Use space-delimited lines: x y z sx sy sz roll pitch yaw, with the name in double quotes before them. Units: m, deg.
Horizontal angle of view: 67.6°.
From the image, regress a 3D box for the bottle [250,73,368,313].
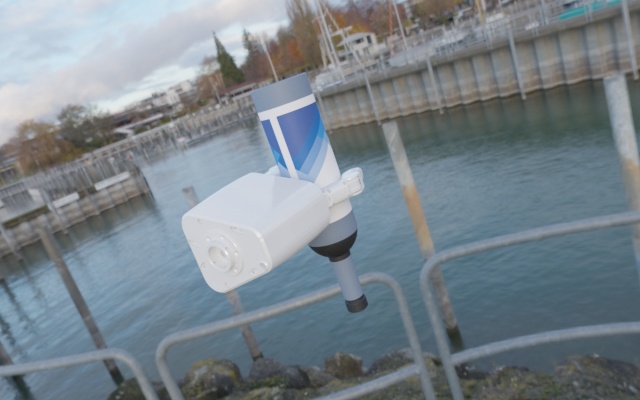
"bottle" 0.000 0.002 0.571 0.069 0.296 0.069 -18 15 5
